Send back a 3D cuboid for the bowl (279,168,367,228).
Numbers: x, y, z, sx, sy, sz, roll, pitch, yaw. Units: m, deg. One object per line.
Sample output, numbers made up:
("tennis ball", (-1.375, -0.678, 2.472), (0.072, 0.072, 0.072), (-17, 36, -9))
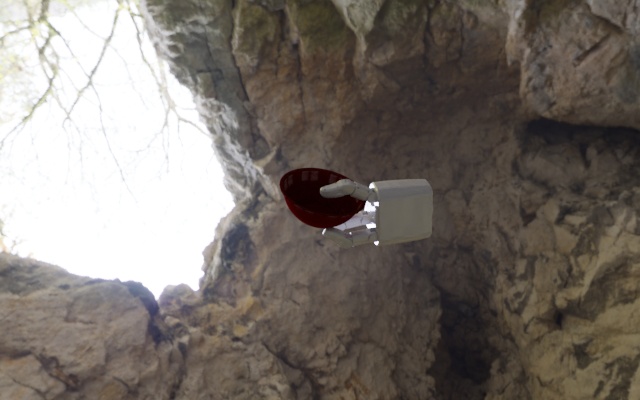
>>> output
("bowl", (-0.001, 0.003, 0.878), (0.162, 0.055, 0.162), (10, 32, -7))
